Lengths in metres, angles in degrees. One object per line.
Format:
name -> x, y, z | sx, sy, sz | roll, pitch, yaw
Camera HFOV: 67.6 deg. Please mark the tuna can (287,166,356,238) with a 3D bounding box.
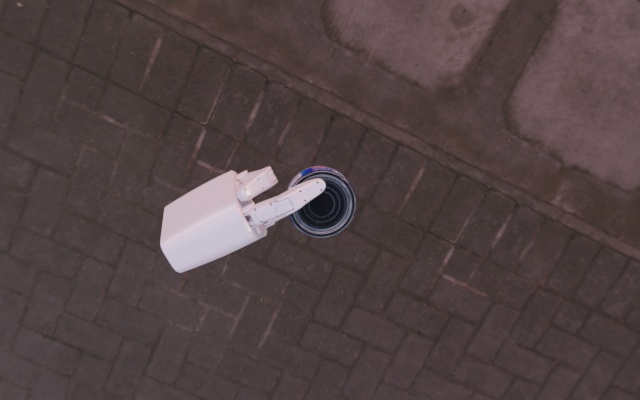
tuna can -> 0.000, 0.002, 0.587 | 0.086, 0.086, 0.033 | 0, 12, -6
